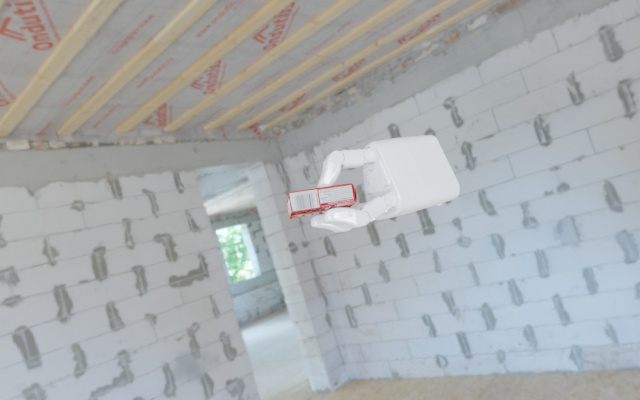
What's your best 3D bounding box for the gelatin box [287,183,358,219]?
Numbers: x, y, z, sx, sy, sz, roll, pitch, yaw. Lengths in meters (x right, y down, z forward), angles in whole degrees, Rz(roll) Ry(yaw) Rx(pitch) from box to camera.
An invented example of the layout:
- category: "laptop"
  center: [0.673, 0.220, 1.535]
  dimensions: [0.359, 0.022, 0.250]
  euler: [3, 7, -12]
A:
- category: "gelatin box"
  center: [0.000, 0.002, 0.656]
  dimensions: [0.089, 0.030, 0.073]
  euler: [-8, -7, -8]
